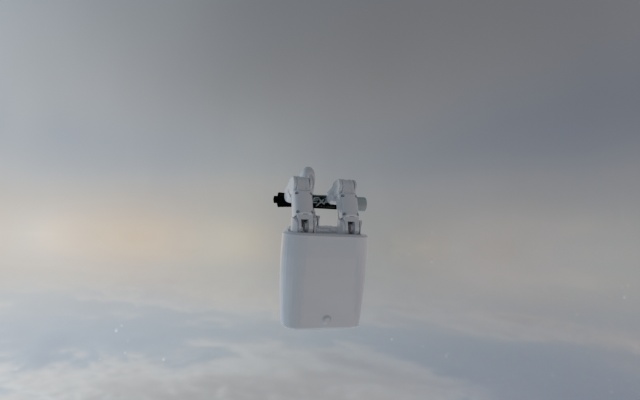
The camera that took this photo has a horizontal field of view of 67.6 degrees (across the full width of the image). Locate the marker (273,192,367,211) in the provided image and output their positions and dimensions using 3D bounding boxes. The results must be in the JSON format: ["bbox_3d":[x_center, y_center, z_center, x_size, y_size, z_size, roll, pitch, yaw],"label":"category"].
[{"bbox_3d":[0.000,0.002,0.607,0.121,0.020,0.020,3,-1,-18],"label":"marker"}]
